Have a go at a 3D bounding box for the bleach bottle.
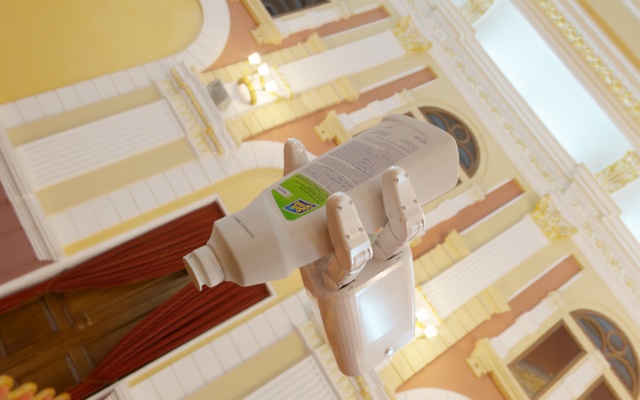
[{"bbox_3d":[0.000,0.001,0.417,0.251,0.068,0.102,-27,34,-24],"label":"bleach bottle"}]
